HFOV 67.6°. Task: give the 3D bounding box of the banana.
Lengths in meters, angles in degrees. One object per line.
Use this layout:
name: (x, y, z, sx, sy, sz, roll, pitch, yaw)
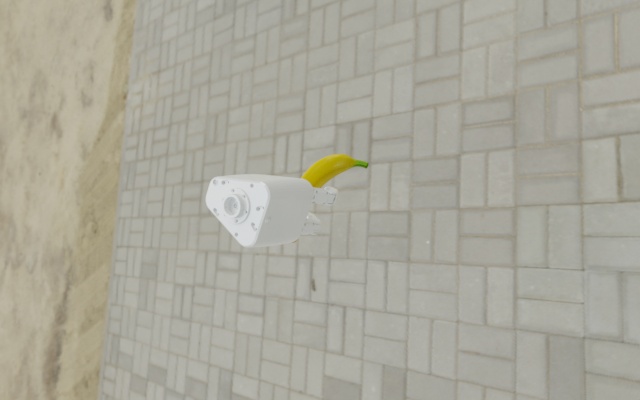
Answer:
banana: (-0.010, -0.013, 0.804, 0.198, 0.069, 0.037, -46, -8, 20)
